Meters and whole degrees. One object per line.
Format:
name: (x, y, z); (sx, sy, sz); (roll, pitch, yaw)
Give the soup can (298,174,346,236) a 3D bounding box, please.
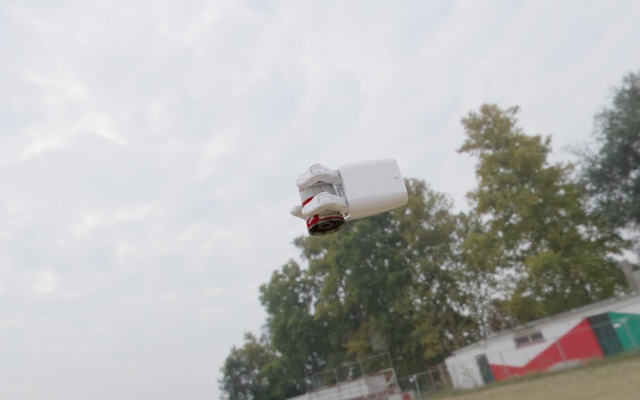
soup can: (0.000, 0.003, 0.848); (0.068, 0.102, 0.068); (-12, -23, -5)
